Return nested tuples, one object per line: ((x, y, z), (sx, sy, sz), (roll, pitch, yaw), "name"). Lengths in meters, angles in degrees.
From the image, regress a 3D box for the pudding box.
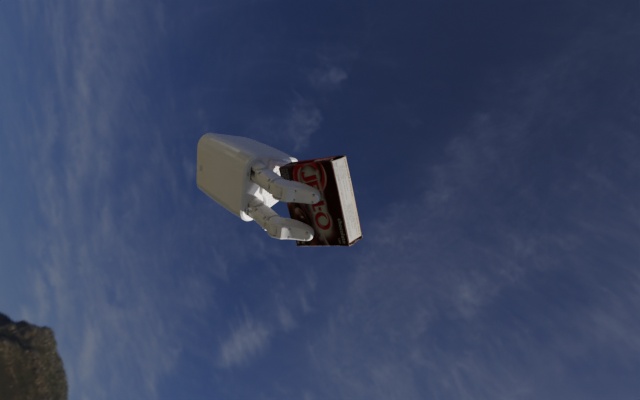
((0.000, 0.002, 0.620), (0.090, 0.113, 0.039), (-5, 14, 41), "pudding box")
